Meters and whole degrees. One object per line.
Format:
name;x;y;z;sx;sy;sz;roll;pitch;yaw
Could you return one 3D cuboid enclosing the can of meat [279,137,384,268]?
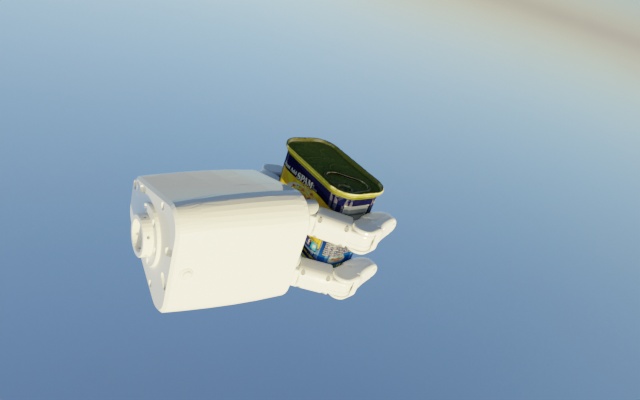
can of meat;0.000;0.002;0.446;0.057;0.084;0.102;-6;37;-39
